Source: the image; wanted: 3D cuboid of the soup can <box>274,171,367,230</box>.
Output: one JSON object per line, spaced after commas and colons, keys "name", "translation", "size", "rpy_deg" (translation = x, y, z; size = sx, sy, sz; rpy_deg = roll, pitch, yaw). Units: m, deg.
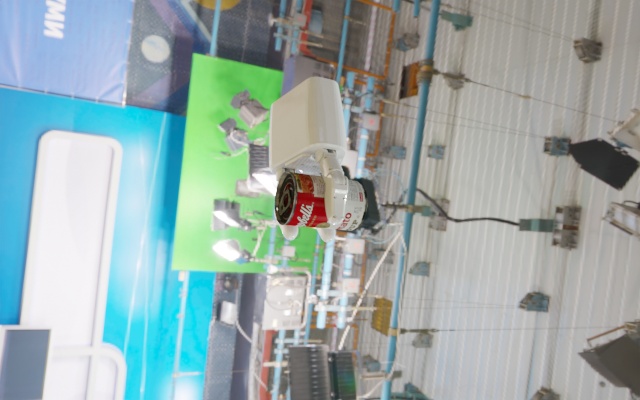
{"name": "soup can", "translation": [0.000, 0.002, 0.613], "size": [0.102, 0.068, 0.068], "rpy_deg": [6, -3, -25]}
